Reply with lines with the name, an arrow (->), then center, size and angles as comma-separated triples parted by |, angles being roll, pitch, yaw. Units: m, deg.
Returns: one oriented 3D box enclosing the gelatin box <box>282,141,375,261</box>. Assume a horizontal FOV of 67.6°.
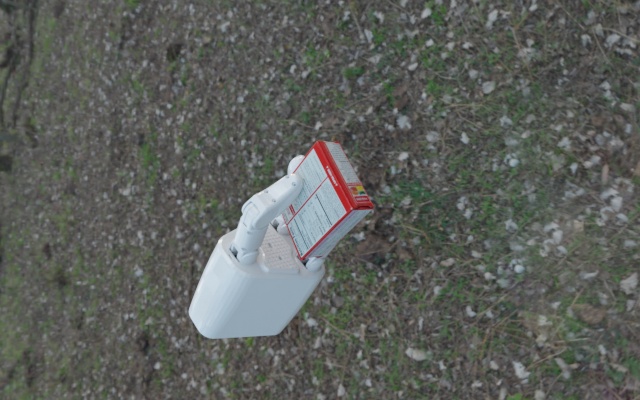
gelatin box -> 0.000, 0.001, 0.435 | 0.030, 0.073, 0.089 | -4, -33, -40
